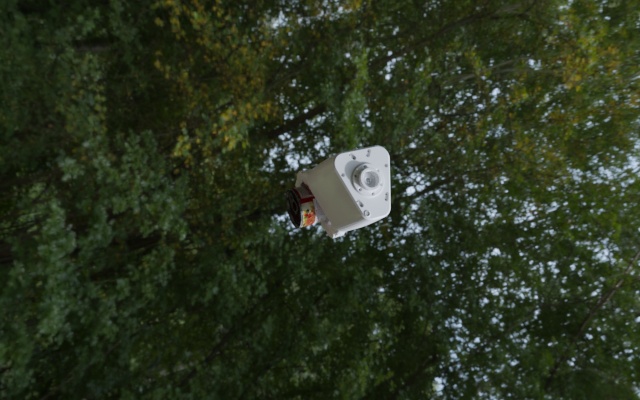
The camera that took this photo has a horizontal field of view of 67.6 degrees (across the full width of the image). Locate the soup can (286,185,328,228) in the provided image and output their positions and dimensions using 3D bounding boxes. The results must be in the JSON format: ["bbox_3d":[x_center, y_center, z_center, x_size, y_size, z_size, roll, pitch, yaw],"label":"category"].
[{"bbox_3d":[0.000,0.003,0.812,0.102,0.068,0.068,-13,5,-22],"label":"soup can"}]
